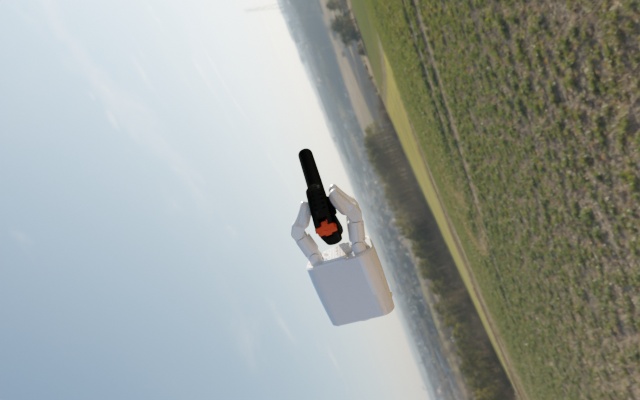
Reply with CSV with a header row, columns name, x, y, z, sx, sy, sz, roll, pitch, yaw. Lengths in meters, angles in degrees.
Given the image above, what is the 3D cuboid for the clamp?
name,x,y,z,sx,sy,sz,roll,pitch,yaw
clamp,-0.001,0.003,0.731,0.036,0.164,0.210,-22,9,4
